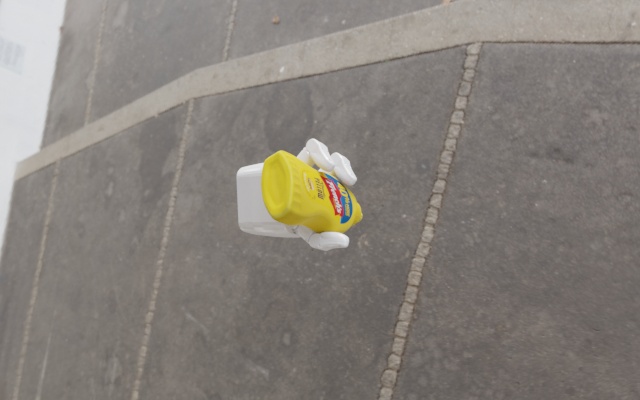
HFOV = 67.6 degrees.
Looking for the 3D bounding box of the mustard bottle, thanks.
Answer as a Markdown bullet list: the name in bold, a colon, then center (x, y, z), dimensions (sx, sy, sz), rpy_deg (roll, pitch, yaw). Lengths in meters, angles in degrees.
- **mustard bottle**: center (0.000, 0.002, 0.687), dimensions (0.058, 0.096, 0.192), rpy_deg (-29, -31, 29)
